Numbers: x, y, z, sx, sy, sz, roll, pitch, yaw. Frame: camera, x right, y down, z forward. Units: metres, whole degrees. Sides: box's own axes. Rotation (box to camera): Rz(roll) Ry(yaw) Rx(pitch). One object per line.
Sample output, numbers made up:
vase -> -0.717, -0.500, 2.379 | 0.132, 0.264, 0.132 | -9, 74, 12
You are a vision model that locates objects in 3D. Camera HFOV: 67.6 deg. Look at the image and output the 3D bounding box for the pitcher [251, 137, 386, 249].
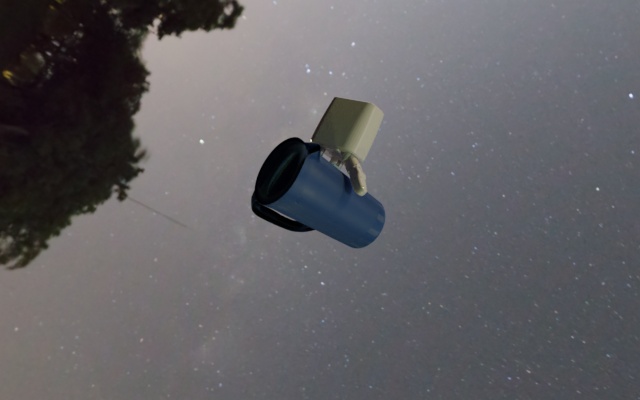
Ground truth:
pitcher -> 0.000, 0.003, 0.893 | 0.243, 0.145, 0.149 | 32, -14, -34
